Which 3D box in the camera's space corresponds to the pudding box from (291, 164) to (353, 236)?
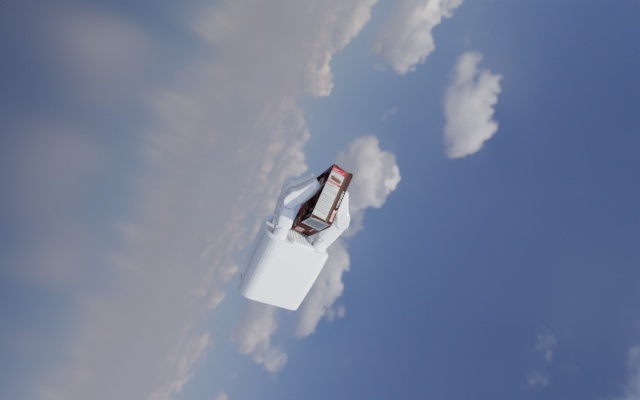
[{"bbox_3d":[0.000,0.003,0.730,0.039,0.090,0.113,28,-18,-13],"label":"pudding box"}]
